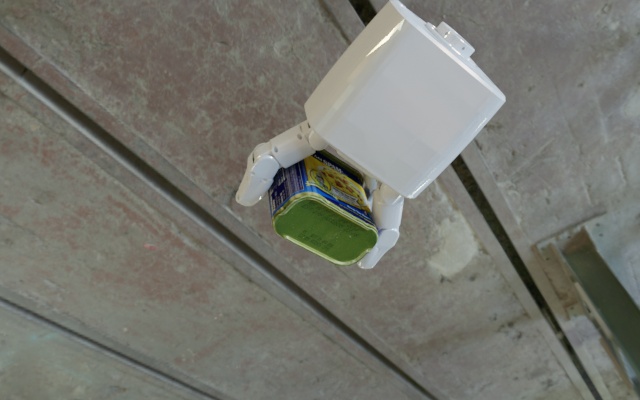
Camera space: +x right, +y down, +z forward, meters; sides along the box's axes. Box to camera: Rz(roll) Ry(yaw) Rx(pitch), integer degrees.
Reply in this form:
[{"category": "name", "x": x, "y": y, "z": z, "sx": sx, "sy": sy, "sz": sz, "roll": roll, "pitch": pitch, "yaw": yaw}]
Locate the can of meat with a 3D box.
[{"category": "can of meat", "x": 0.000, "y": 0.002, "z": 0.429, "sx": 0.102, "sy": 0.057, "sz": 0.084, "roll": 30, "pitch": 29, "yaw": -31}]
